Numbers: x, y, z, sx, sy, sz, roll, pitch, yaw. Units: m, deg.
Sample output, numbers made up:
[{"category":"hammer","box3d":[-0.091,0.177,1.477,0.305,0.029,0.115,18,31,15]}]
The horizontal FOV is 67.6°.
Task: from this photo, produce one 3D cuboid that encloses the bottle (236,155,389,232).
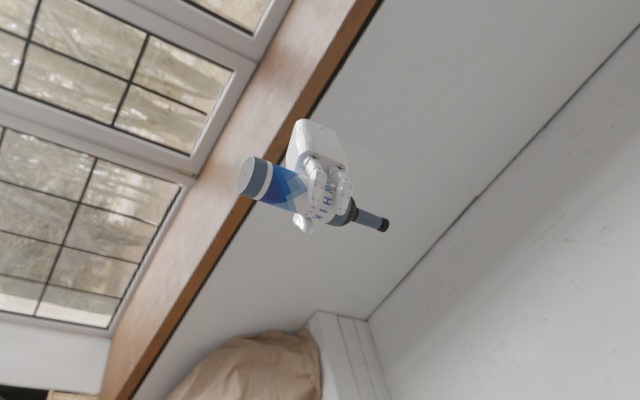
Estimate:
[{"category":"bottle","box3d":[0.000,0.003,0.839,0.296,0.069,0.069,20,-10,-28]}]
